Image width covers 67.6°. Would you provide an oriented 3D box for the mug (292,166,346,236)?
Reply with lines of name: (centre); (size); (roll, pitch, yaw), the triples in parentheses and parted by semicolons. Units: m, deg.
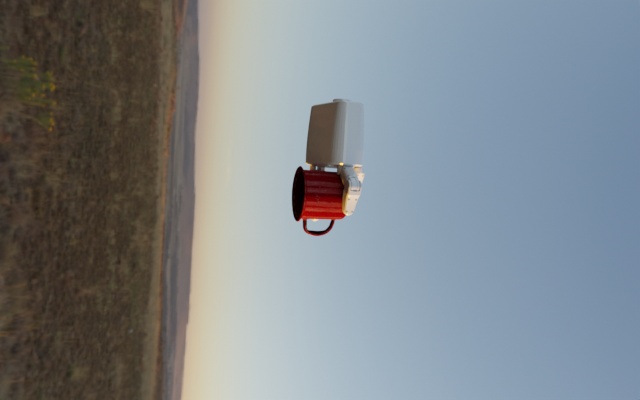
mug: (0.000, 0.004, 0.808); (0.081, 0.117, 0.093); (3, 5, -16)
